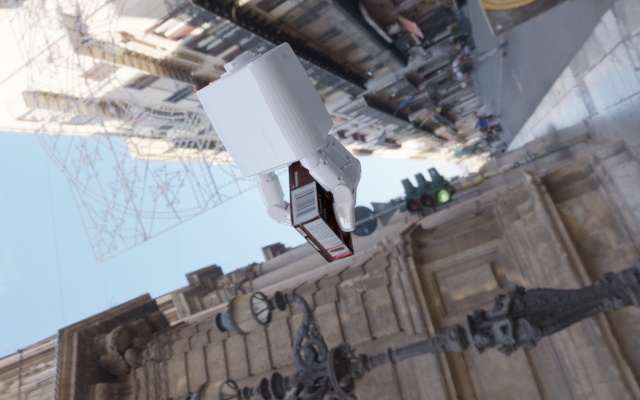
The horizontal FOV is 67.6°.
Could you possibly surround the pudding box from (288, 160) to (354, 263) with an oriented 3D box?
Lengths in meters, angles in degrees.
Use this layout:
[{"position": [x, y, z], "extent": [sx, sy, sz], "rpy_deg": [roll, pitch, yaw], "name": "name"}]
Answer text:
[{"position": [0.000, 0.002, 0.554], "extent": [0.039, 0.113, 0.090], "rpy_deg": [-20, -41, 20], "name": "pudding box"}]
